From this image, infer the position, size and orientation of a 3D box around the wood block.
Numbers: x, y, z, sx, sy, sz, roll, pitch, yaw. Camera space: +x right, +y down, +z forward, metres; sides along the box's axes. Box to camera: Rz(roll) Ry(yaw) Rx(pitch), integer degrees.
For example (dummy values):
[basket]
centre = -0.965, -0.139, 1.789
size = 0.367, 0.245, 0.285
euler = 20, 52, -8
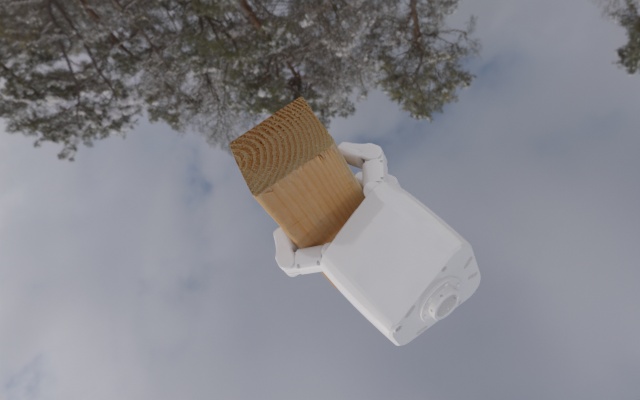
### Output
[wood block]
centre = 0.000, 0.002, 0.528
size = 0.091, 0.090, 0.206
euler = -33, -42, 2
